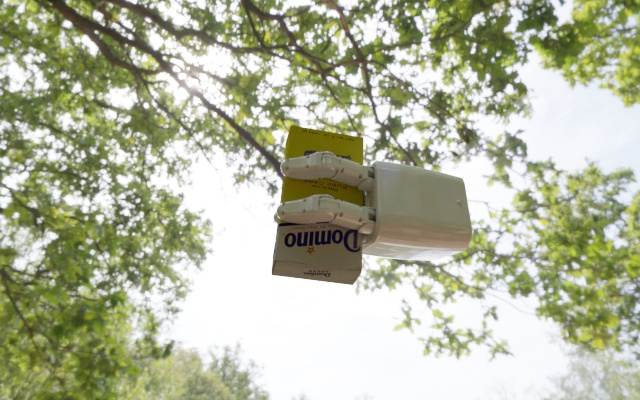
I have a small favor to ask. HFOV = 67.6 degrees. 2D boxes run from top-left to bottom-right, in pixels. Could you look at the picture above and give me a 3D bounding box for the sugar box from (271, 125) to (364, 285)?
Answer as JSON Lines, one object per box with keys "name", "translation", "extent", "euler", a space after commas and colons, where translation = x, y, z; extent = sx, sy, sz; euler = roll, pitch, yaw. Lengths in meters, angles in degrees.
{"name": "sugar box", "translation": [0.000, 0.001, 0.537], "extent": [0.093, 0.176, 0.048], "euler": [8, -33, -8]}
